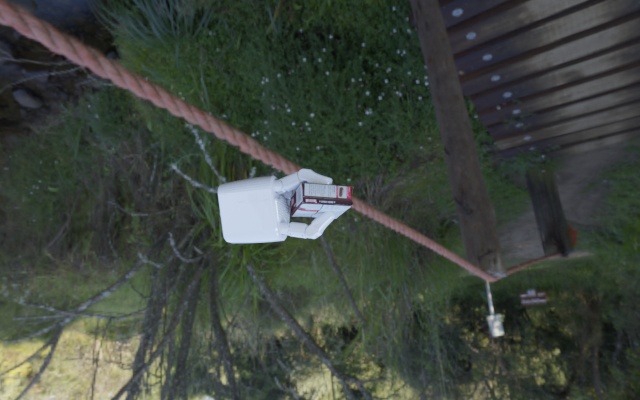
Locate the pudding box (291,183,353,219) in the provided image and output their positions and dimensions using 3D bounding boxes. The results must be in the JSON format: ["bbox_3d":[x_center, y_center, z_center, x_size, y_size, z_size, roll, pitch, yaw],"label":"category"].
[{"bbox_3d":[0.000,0.003,0.837,0.090,0.039,0.113,3,-13,-12],"label":"pudding box"}]
